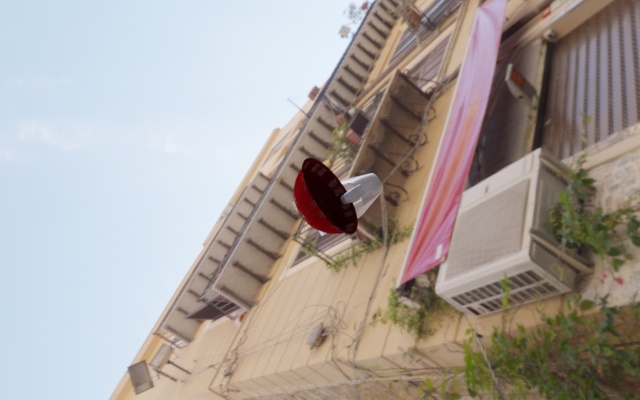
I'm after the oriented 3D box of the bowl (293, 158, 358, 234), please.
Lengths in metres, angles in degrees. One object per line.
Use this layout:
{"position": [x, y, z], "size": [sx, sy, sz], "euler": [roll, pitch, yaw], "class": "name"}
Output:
{"position": [-0.001, 0.003, 0.881], "size": [0.055, 0.162, 0.162], "euler": [-33, -14, 23], "class": "bowl"}
